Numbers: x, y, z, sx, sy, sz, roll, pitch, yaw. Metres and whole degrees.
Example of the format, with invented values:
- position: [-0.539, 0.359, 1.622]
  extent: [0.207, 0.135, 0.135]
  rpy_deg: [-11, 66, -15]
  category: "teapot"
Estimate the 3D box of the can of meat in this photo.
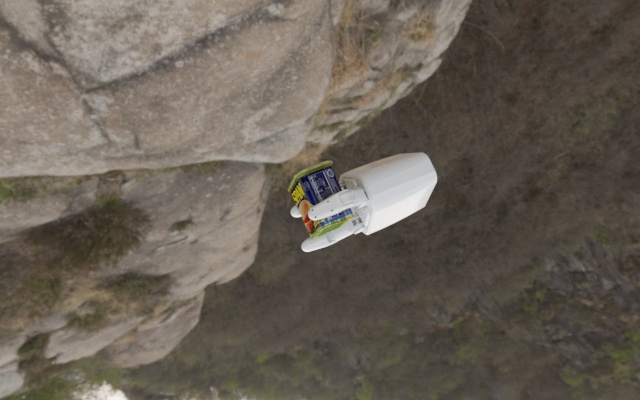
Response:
- position: [0.000, 0.003, 0.674]
  extent: [0.057, 0.084, 0.102]
  rpy_deg: [-22, -8, -16]
  category: "can of meat"
